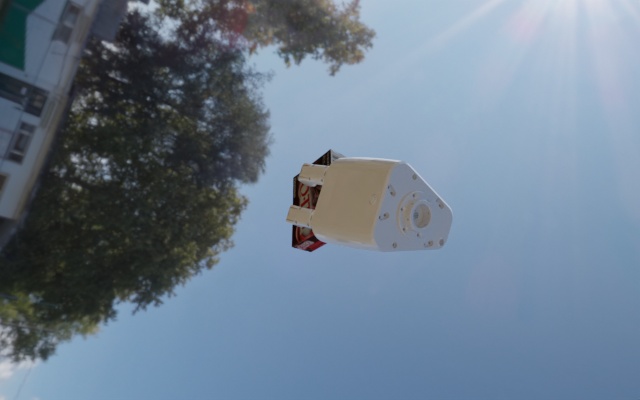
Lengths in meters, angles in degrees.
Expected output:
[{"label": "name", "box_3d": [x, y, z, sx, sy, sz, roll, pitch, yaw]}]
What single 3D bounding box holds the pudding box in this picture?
[{"label": "pudding box", "box_3d": [0.000, 0.002, 0.640, 0.039, 0.113, 0.090, 22, -36, -31]}]
